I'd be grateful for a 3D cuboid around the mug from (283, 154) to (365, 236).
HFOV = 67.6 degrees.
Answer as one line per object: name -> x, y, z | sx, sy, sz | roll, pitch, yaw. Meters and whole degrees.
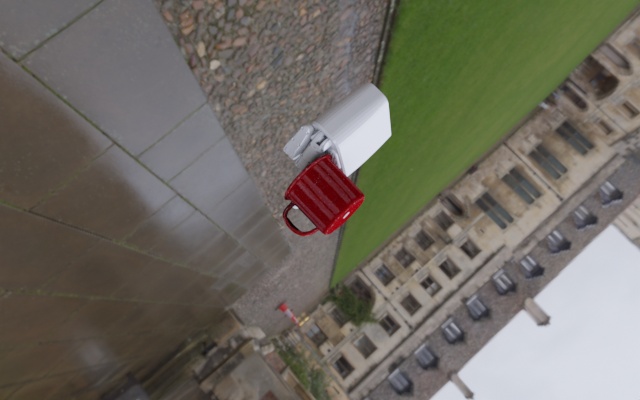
mug -> -0.001, 0.003, 0.682 | 0.117, 0.081, 0.093 | -42, -11, -11
